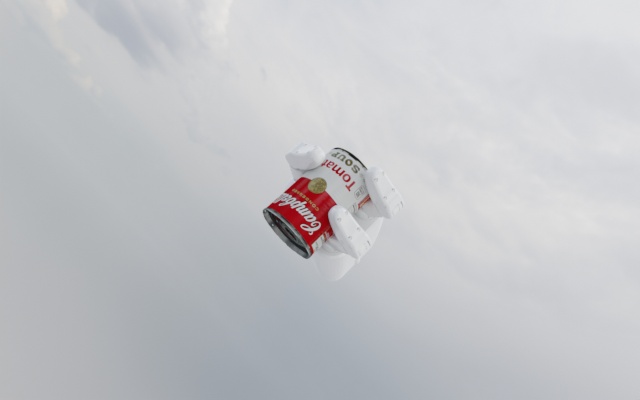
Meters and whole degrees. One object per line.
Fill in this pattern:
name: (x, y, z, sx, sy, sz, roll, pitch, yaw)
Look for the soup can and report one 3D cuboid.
soup can: (0.000, 0.001, 0.495, 0.102, 0.068, 0.068, -43, 16, -18)
